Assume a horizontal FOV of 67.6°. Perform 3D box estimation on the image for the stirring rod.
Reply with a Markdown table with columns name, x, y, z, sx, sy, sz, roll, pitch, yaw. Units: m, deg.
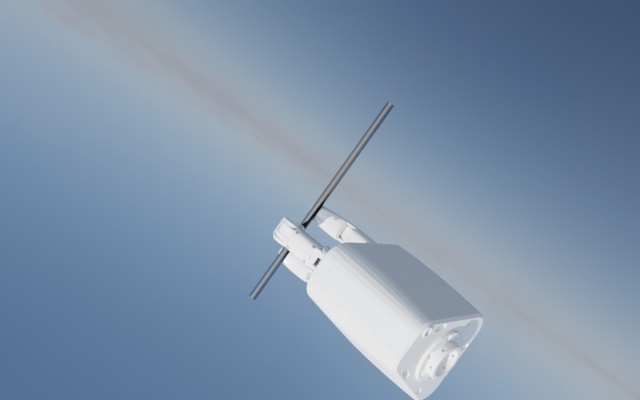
| name | x | y | z | sx | sy | sz | roll | pitch | yaw |
| --- | --- | --- | --- | --- | --- | --- | --- | --- | --- |
| stirring rod | 0.000 | 0.002 | 0.482 | 0.011 | 0.239 | 0.011 | 35 | 3 | -2 |
